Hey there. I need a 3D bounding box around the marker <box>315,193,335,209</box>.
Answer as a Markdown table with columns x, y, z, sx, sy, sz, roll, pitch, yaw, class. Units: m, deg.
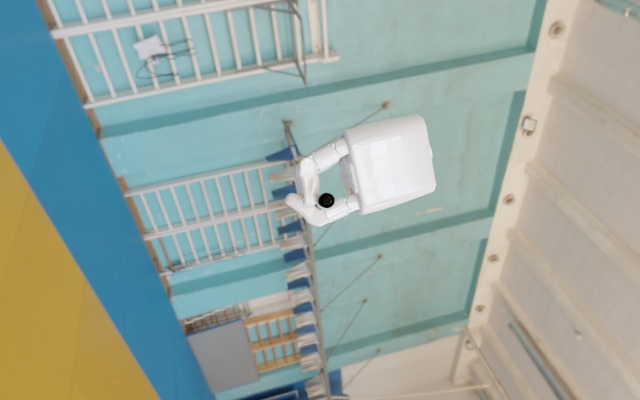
| x | y | z | sx | sy | sz | roll | pitch | yaw | class |
| --- | --- | --- | --- | --- | --- | --- | --- | --- | --- |
| 0.000 | 0.002 | 0.615 | 0.020 | 0.020 | 0.121 | 0 | -2 | -8 | marker |
